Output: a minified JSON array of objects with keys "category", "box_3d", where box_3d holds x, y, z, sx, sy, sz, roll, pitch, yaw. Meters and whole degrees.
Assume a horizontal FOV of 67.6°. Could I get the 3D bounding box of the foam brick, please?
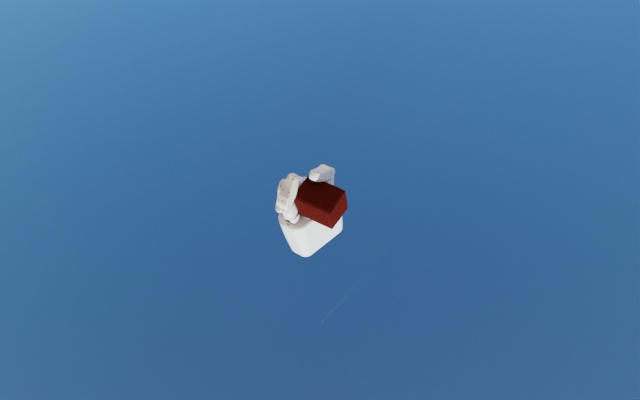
[{"category":"foam brick","box_3d":[0.000,0.003,0.813,0.078,0.053,0.051,24,-29,25]}]
